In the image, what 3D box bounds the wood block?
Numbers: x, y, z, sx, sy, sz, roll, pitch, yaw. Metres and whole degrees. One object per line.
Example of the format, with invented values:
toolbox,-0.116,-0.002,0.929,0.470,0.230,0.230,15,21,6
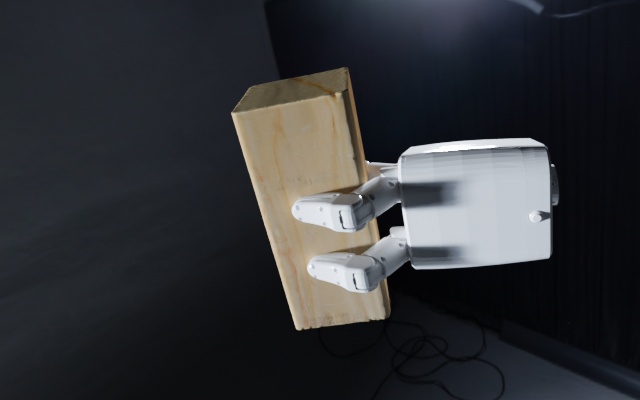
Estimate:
wood block,0.000,0.001,0.423,0.090,0.206,0.090,-10,25,7
